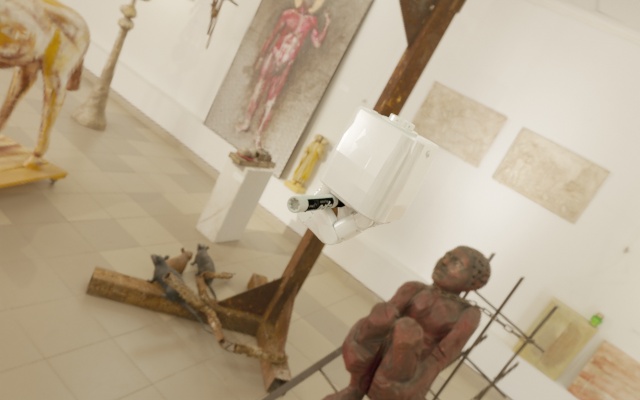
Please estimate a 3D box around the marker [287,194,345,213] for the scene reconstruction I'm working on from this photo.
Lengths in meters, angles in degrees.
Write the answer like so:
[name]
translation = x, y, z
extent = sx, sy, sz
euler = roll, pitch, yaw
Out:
[marker]
translation = 0.000, 0.002, 0.565
extent = 0.020, 0.020, 0.121
euler = 0, 2, 28
